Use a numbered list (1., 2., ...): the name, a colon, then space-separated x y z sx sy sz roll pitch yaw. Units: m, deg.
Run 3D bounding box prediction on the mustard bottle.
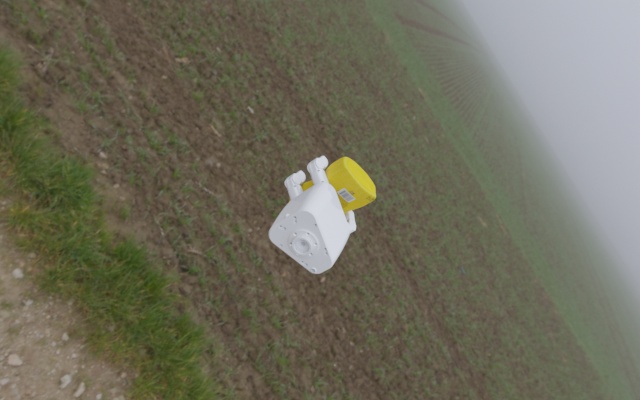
1. mustard bottle: 0.000 0.003 0.878 0.192 0.058 0.096 -32 -55 27
